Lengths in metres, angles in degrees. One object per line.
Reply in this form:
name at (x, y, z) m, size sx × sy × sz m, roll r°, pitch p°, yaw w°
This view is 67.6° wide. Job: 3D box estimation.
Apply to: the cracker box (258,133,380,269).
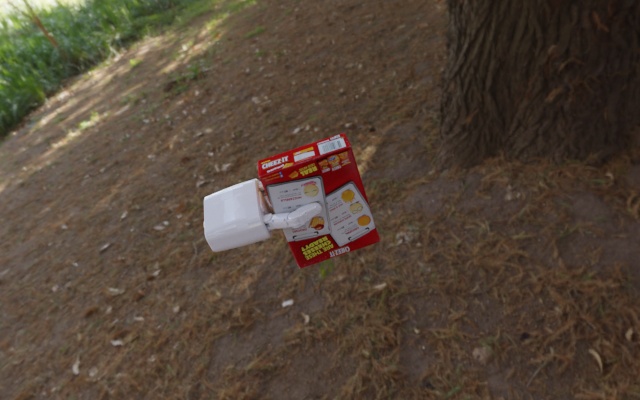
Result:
cracker box at (0.000, 0.003, 0.865) m, size 0.164 × 0.214 × 0.072 m, roll -19°, pitch 33°, yaw 3°
